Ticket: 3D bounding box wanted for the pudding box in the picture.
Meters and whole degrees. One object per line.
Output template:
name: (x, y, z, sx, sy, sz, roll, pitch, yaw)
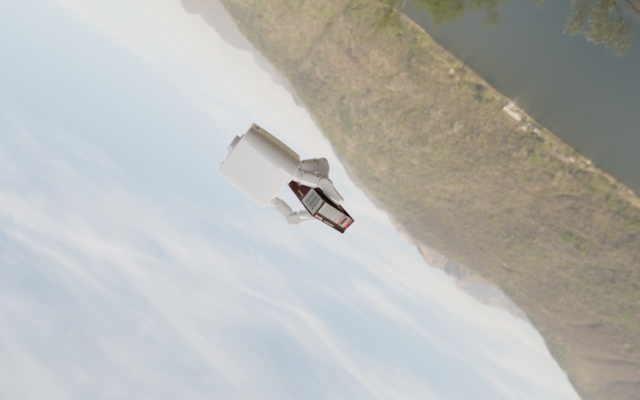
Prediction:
pudding box: (0.000, 0.003, 0.874, 0.090, 0.039, 0.113, 31, 14, -40)
